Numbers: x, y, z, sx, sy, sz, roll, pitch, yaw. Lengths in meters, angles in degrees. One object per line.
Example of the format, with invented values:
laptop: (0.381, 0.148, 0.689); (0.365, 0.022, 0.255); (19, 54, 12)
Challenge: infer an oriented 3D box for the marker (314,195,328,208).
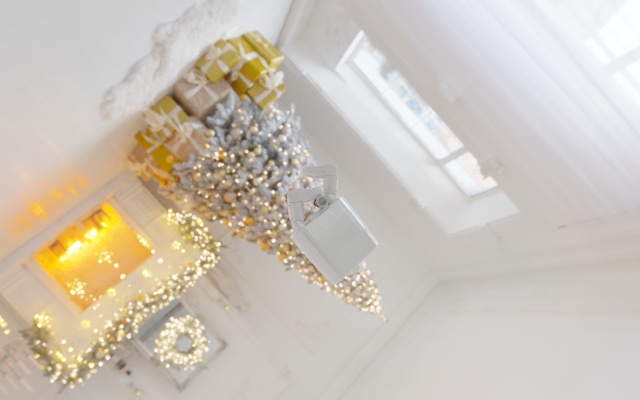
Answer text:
marker: (0.000, 0.003, 0.803); (0.020, 0.020, 0.121); (0, -1, -3)
